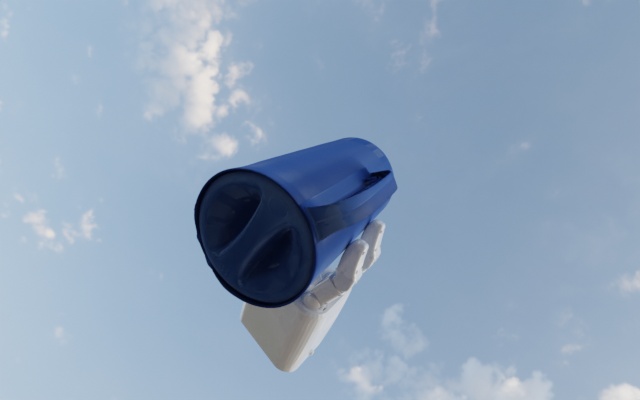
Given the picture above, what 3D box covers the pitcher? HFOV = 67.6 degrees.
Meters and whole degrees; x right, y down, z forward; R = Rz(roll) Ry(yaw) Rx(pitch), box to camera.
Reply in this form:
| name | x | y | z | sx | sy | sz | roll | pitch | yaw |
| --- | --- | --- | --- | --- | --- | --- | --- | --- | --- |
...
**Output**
| name | x | y | z | sx | sy | sz | roll | pitch | yaw |
| --- | --- | --- | --- | --- | --- | --- | --- | --- | --- |
| pitcher | 0.000 | 0.002 | 0.515 | 0.149 | 0.145 | 0.242 | 30 | 29 | 18 |
